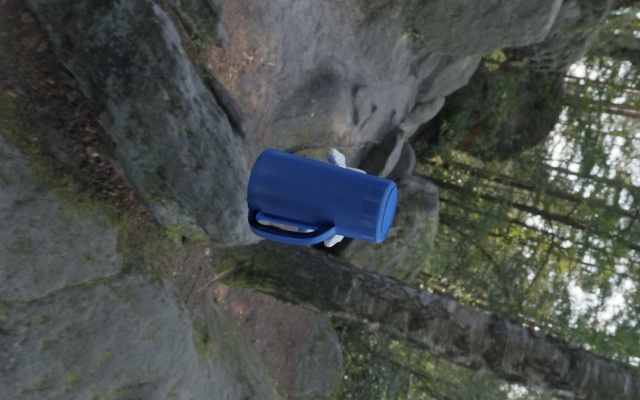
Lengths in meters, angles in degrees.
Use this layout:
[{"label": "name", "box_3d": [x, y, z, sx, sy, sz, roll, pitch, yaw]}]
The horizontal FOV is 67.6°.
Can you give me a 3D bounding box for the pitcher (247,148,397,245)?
[{"label": "pitcher", "box_3d": [0.000, 0.003, 0.829, 0.243, 0.149, 0.145, 13, 7, 19]}]
